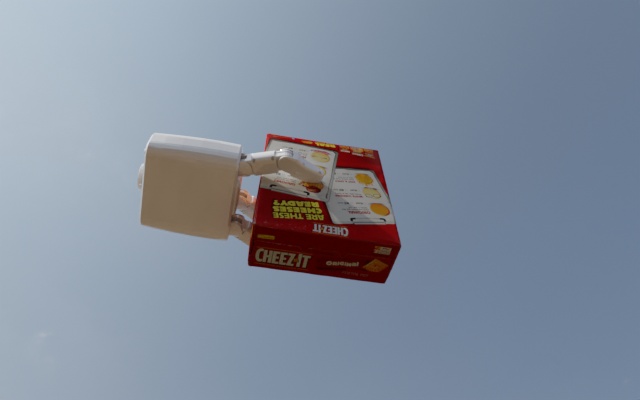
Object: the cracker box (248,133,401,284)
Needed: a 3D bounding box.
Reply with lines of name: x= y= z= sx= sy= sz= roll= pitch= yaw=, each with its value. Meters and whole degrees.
cracker box: x=0.000 y=0.002 z=0.609 sx=0.164 sy=0.072 sz=0.213 roll=8 pitch=35 yaw=-7
